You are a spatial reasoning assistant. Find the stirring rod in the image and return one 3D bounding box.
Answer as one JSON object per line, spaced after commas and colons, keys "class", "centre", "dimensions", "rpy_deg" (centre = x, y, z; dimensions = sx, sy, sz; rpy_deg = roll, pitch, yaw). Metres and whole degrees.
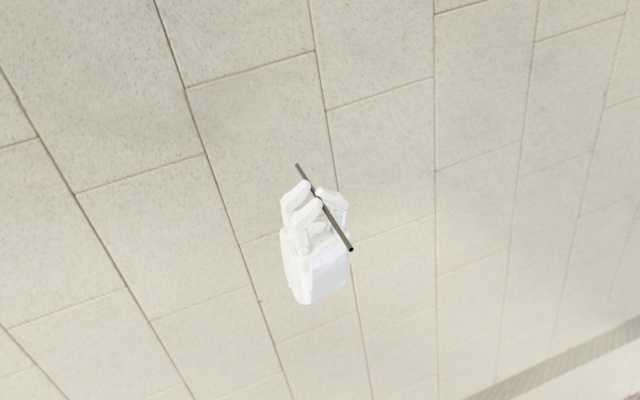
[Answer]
{"class": "stirring rod", "centre": [0.000, 0.002, 0.726], "dimensions": [0.011, 0.011, 0.239], "rpy_deg": [0, 32, -24]}
